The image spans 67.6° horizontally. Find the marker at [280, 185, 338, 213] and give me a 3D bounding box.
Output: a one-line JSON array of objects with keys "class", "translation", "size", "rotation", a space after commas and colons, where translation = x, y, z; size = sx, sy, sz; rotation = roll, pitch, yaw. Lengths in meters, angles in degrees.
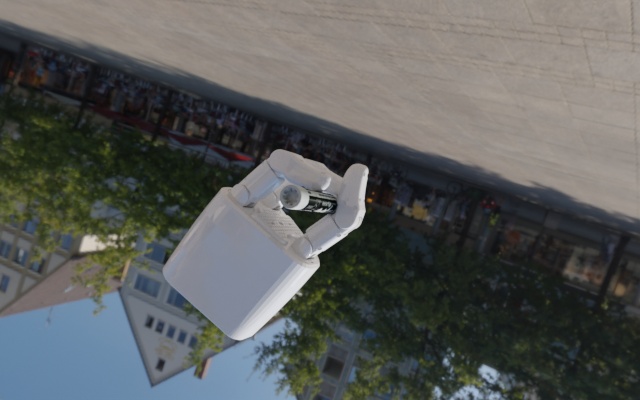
[{"class": "marker", "translation": [0.000, 0.001, 0.418], "size": [0.020, 0.020, 0.121], "rotation": [0, -4, 23]}]
